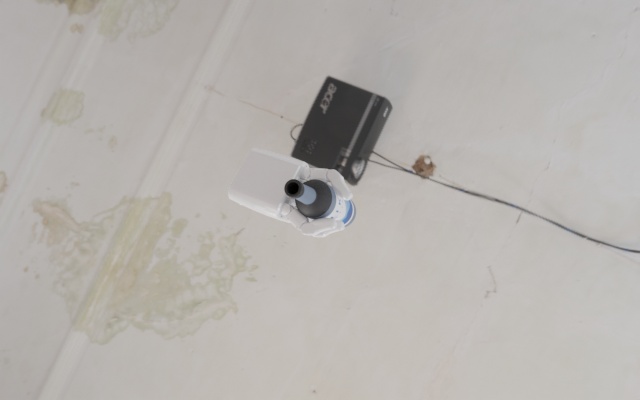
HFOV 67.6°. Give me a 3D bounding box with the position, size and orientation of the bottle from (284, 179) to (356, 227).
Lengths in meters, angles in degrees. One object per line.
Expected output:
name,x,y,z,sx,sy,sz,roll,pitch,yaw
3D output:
bottle,0.000,0.003,0.834,0.069,0.069,0.296,0,-8,16
